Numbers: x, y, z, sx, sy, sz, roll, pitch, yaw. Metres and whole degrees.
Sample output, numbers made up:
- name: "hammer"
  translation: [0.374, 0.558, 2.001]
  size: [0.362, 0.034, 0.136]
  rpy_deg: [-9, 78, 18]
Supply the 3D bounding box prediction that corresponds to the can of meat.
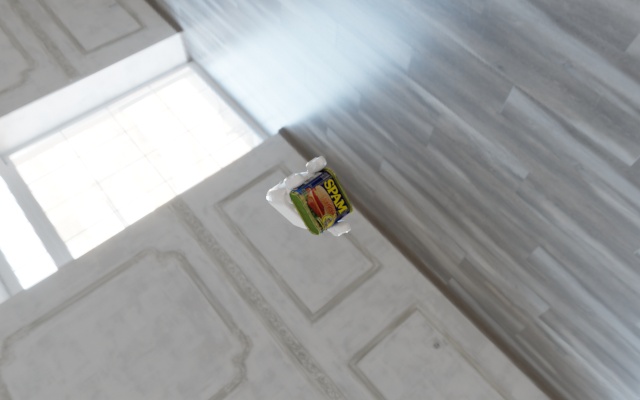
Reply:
- name: "can of meat"
  translation: [0.000, 0.003, 0.894]
  size: [0.084, 0.102, 0.057]
  rpy_deg: [-36, 19, -20]
